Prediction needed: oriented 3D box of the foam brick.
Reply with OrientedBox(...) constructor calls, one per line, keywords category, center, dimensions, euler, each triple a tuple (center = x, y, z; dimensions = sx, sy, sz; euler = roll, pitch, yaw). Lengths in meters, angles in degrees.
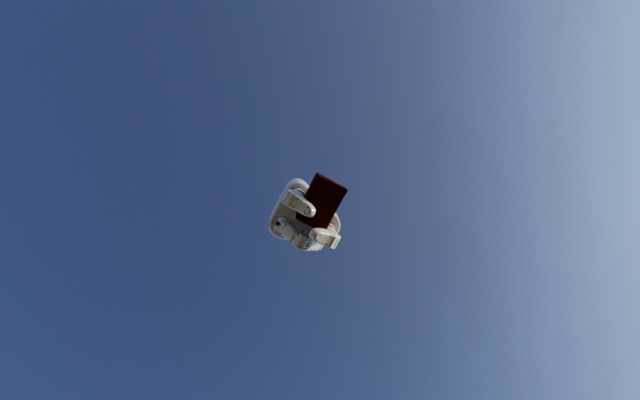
OrientedBox(category="foam brick", center=(0.000, 0.002, 0.746), dimensions=(0.053, 0.078, 0.051), euler=(28, 7, -7))
